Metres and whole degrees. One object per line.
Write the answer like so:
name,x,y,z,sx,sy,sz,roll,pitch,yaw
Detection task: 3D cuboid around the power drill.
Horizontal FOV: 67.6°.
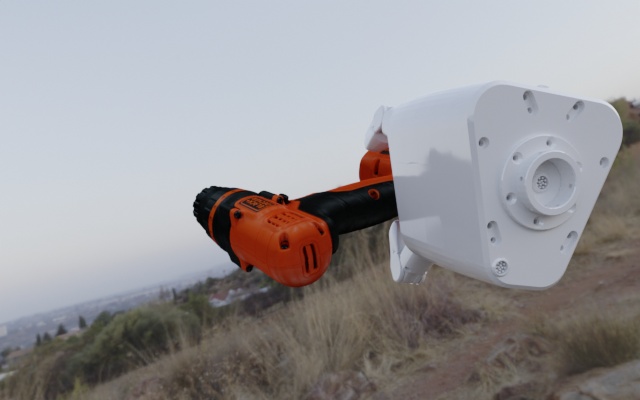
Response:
power drill,0.001,0.001,0.403,0.187,0.057,0.184,-21,23,-28
